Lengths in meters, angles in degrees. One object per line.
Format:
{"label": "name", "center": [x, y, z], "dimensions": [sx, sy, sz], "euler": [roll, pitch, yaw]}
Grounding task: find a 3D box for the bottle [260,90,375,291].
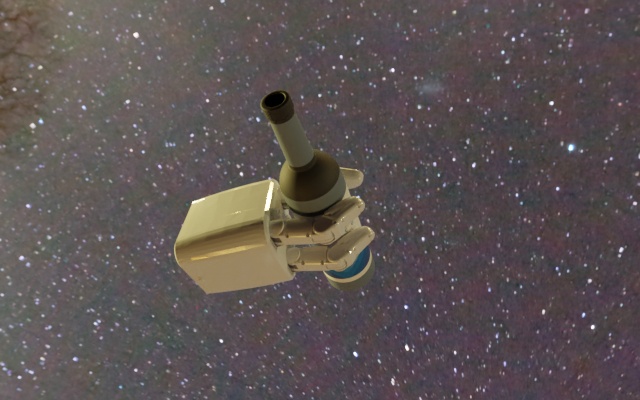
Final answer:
{"label": "bottle", "center": [0.000, 0.002, 0.525], "dimensions": [0.069, 0.069, 0.296], "euler": [0, -37, 20]}
